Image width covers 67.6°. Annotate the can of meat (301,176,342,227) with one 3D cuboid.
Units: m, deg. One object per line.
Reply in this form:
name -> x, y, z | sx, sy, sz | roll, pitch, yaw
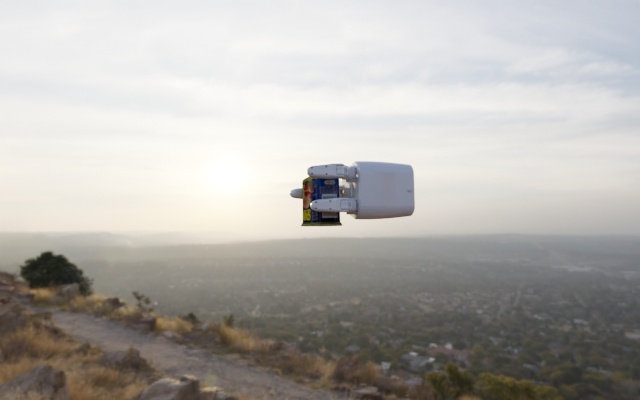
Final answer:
can of meat -> 0.000, 0.002, 0.818 | 0.057, 0.084, 0.102 | 0, -3, -13
